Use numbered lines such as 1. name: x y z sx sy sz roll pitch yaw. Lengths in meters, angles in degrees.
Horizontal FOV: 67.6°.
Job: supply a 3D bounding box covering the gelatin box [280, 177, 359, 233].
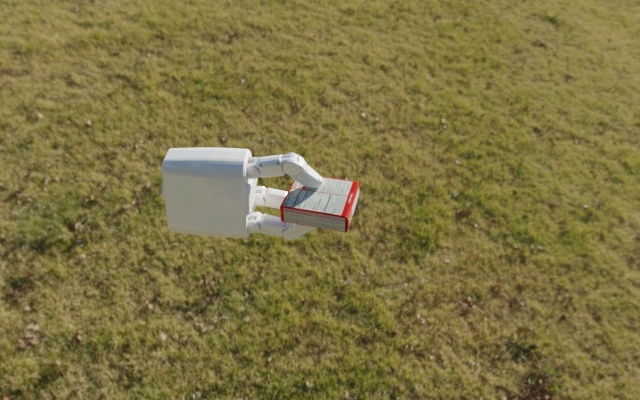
1. gelatin box: 0.000 0.002 0.622 0.089 0.030 0.073 8 41 13
